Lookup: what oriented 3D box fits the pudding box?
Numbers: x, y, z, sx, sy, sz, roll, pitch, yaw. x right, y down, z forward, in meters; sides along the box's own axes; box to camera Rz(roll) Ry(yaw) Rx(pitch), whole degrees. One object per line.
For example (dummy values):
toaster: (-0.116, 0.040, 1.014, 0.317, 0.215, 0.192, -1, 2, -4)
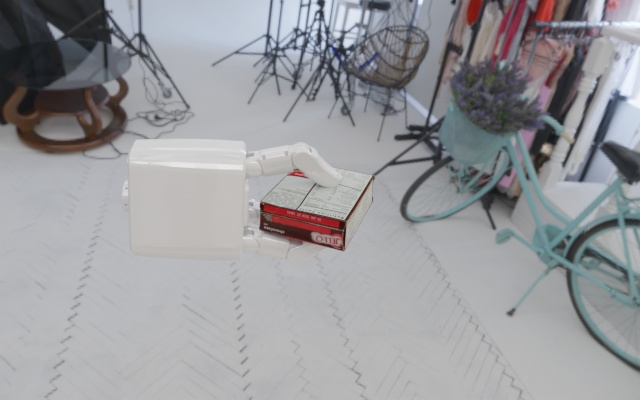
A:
pudding box: (0.000, 0.001, 0.496, 0.090, 0.039, 0.113, 14, 32, 16)
